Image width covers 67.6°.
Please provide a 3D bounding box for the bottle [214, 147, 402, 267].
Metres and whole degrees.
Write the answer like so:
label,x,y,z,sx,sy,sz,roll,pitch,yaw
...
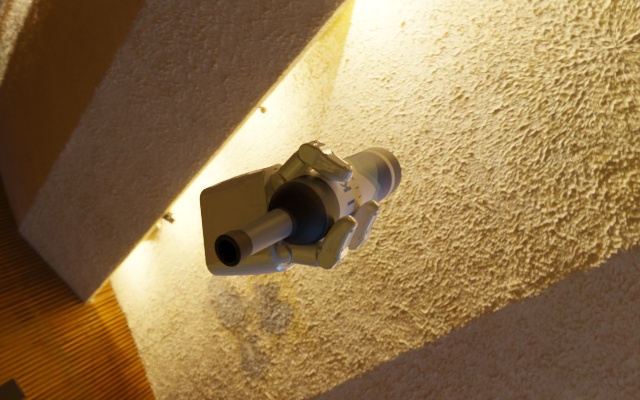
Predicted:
label,x,y,z,sx,sy,sz,roll,pitch,yaw
bottle,0.000,0.002,0.500,0.069,0.069,0.295,0,15,32
